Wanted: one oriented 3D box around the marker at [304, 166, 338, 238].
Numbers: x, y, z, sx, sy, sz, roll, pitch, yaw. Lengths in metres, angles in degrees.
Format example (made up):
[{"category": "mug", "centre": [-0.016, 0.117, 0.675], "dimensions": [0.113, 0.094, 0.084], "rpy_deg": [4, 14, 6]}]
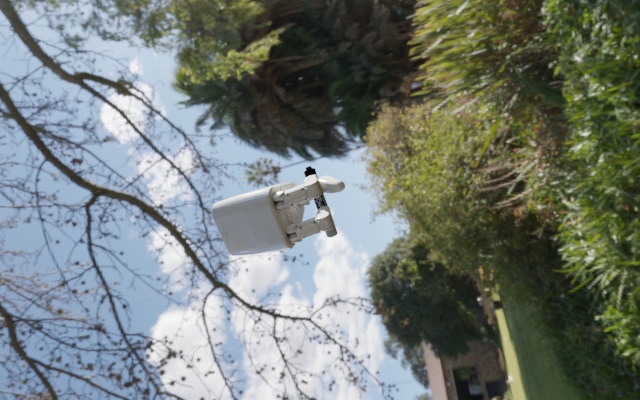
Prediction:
[{"category": "marker", "centre": [0.000, 0.002, 0.758], "dimensions": [0.020, 0.121, 0.020], "rpy_deg": [-18, 19, 6]}]
